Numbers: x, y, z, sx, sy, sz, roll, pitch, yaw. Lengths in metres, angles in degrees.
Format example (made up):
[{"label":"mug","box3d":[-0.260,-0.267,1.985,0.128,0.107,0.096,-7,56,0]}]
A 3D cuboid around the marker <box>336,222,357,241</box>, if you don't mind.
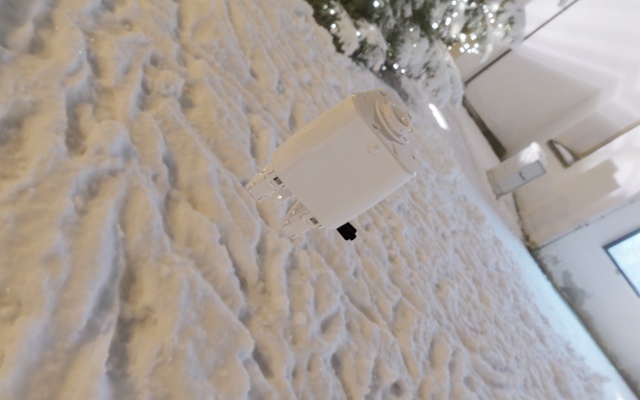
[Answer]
[{"label":"marker","box3d":[0.000,0.002,0.551,0.020,0.121,0.020,-39,14,12]}]
